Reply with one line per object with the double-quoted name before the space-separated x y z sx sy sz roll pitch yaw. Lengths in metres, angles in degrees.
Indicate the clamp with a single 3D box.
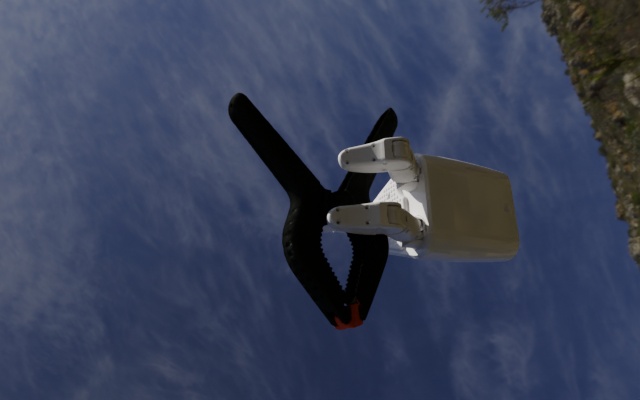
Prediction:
"clamp" 0.000 0.002 0.408 0.164 0.210 0.036 7 -21 -22
